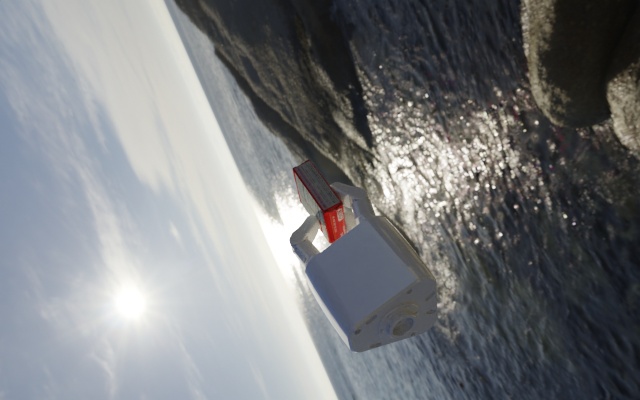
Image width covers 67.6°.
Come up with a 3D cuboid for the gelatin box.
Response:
[{"bbox_3d":[0.000,0.002,0.622,0.030,0.089,0.073,-28,-36,-13],"label":"gelatin box"}]
